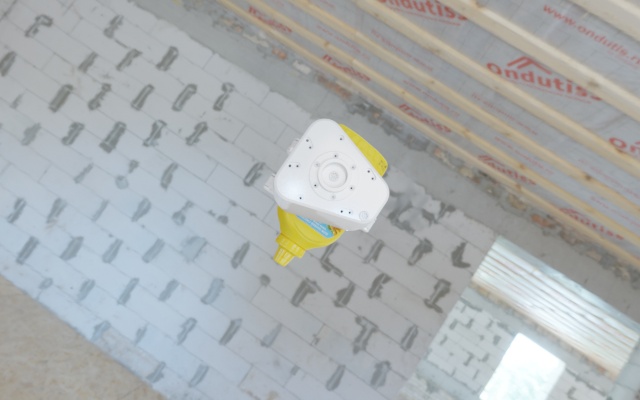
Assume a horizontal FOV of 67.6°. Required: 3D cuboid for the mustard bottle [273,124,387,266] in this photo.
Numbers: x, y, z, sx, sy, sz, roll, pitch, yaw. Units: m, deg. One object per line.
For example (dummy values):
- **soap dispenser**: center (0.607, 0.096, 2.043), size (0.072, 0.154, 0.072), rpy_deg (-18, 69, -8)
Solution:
- **mustard bottle**: center (0.000, 0.002, 0.623), size (0.096, 0.191, 0.058), rpy_deg (37, -7, -24)
